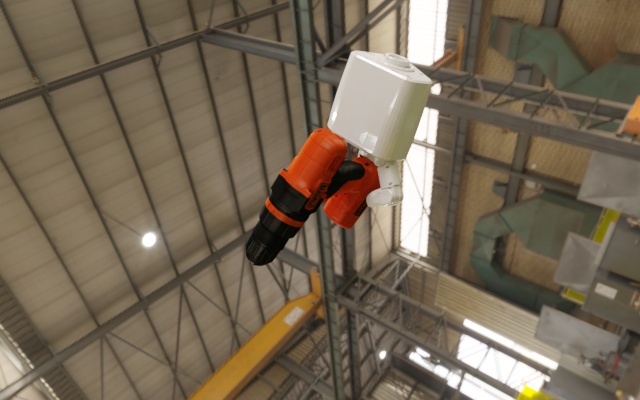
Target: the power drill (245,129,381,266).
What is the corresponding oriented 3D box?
[{"bbox_3d":[0.000,0.002,0.612,0.057,0.184,0.187,42,18,21],"label":"power drill"}]
